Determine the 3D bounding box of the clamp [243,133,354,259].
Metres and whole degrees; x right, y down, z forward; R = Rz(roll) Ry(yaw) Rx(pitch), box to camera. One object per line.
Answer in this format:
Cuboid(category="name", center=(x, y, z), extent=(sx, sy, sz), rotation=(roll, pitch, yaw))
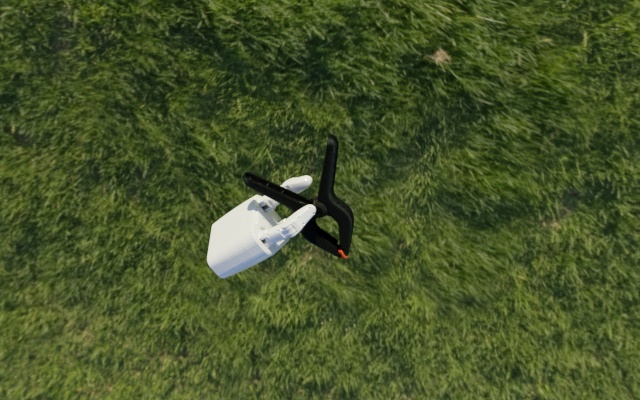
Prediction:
Cuboid(category="clamp", center=(0.000, 0.003, 0.757), extent=(0.164, 0.210, 0.036), rotation=(-29, 21, 23))
